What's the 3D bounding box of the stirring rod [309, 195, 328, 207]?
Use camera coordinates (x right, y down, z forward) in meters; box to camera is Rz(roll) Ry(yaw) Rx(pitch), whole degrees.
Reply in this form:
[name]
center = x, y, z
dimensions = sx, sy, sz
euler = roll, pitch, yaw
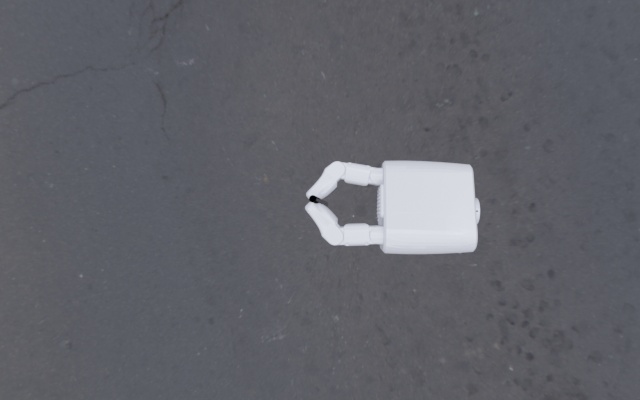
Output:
[stirring rod]
center = 0.000, 0.002, 0.626
dimensions = 0.011, 0.011, 0.239
euler = 0, -2, 4
